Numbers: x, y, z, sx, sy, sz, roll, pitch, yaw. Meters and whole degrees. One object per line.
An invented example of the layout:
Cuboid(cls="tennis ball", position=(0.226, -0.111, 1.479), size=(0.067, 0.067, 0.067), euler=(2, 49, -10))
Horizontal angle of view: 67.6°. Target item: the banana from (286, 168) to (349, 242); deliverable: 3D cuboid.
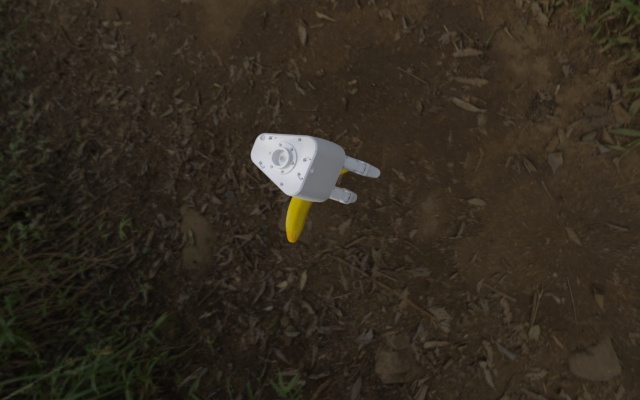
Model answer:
Cuboid(cls="banana", position=(-0.010, -0.013, 0.862), size=(0.198, 0.069, 0.037), euler=(-47, -17, 14))
